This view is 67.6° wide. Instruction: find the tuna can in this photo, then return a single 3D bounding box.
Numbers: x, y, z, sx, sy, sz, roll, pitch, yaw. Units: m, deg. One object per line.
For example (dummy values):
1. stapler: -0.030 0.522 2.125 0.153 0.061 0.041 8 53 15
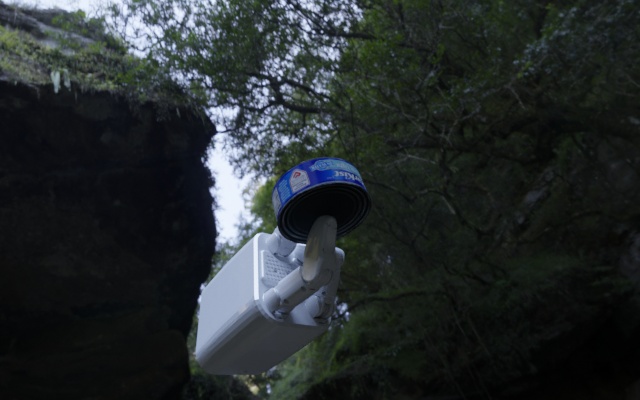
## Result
1. tuna can: 0.000 0.001 0.429 0.086 0.033 0.086 -12 -37 -9
